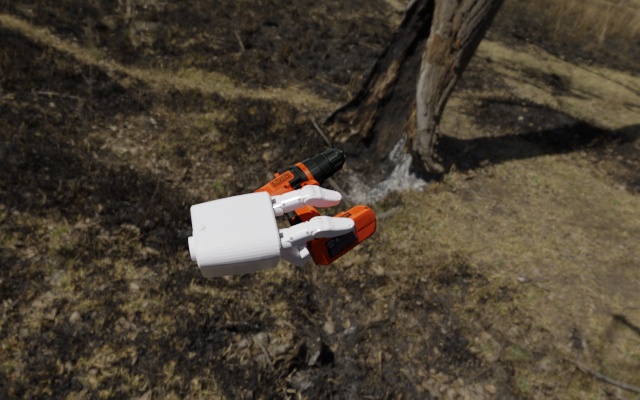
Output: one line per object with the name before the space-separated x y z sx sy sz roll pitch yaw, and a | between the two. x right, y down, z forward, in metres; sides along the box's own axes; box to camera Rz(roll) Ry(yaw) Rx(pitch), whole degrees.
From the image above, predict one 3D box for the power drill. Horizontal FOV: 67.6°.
power drill | 0.000 0.003 0.730 0.184 0.057 0.187 -34 42 -15
